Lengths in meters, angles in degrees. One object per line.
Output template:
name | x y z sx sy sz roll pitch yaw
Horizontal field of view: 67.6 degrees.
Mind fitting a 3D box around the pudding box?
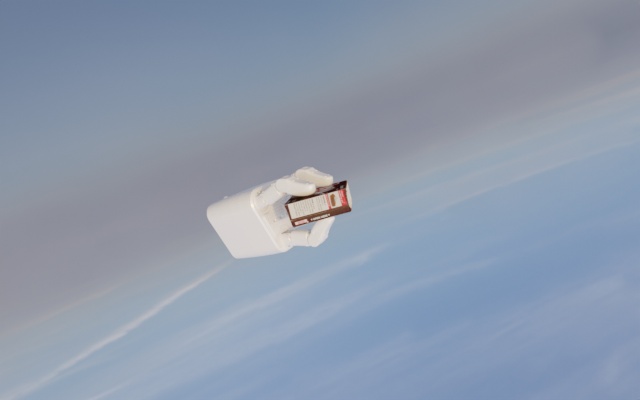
pudding box | 0.000 0.002 0.705 0.090 0.039 0.113 -16 9 5
